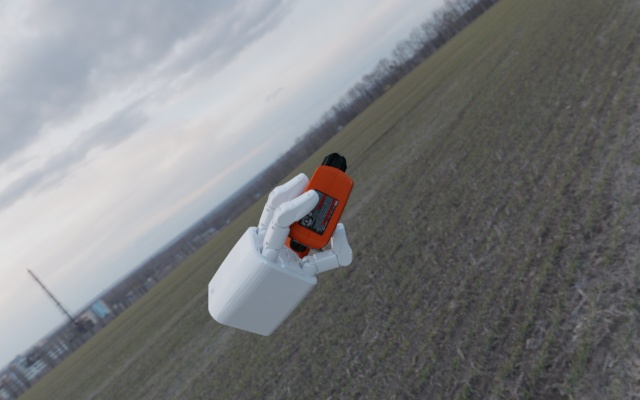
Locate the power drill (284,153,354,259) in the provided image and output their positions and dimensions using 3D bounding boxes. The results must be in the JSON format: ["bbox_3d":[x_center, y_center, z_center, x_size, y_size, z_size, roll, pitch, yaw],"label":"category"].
[{"bbox_3d":[0.000,0.002,0.692,0.057,0.184,0.187,24,-7,-2],"label":"power drill"}]
